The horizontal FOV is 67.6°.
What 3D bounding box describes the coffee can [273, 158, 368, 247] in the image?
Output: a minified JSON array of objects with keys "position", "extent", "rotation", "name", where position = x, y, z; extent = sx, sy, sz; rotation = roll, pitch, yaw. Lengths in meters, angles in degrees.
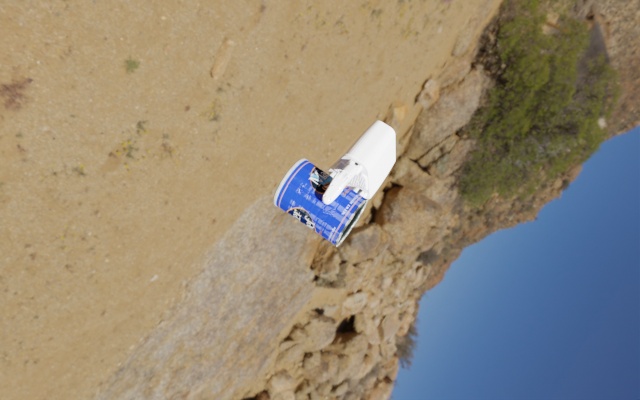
[{"position":[0.000,0.003,0.868],"extent":[0.140,0.103,0.103],"rotation":[34,7,10],"name":"coffee can"}]
